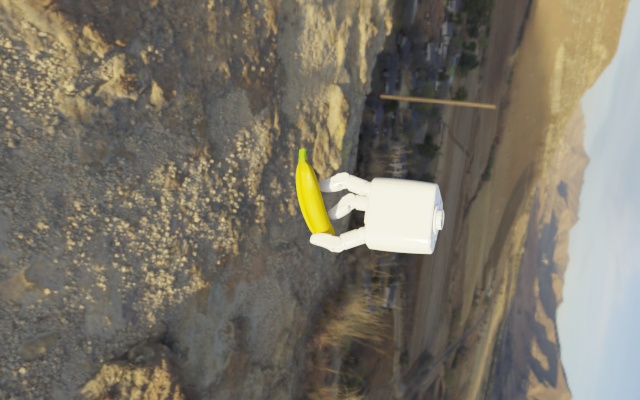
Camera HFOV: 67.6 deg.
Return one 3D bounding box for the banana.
[{"bbox_3d":[-0.006,0.011,0.812,0.037,0.198,0.069,1,38,22],"label":"banana"}]
